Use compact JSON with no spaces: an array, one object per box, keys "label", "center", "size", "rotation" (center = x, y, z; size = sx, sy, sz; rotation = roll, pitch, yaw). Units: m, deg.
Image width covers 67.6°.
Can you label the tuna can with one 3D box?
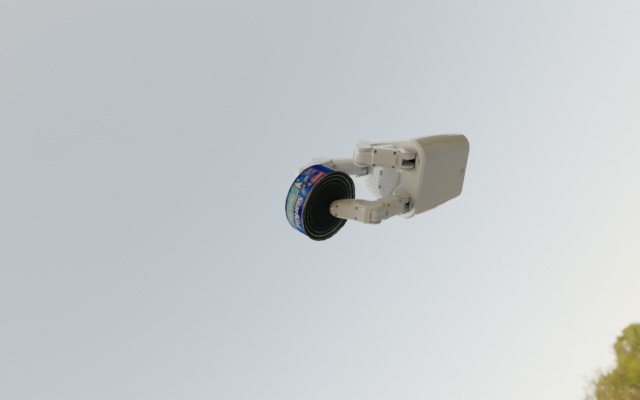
[{"label":"tuna can","center":[0.000,0.002,0.556],"size":[0.033,0.086,0.086],"rotation":[27,17,39]}]
